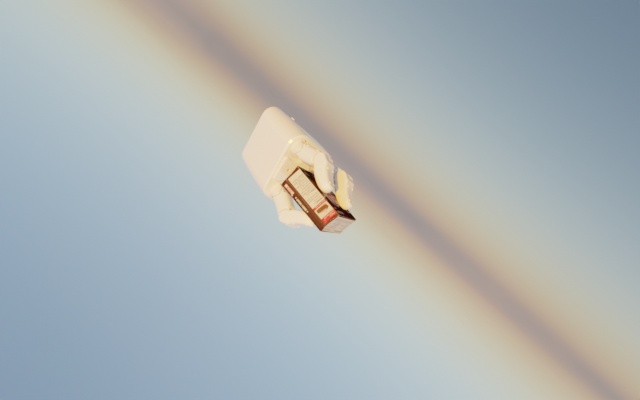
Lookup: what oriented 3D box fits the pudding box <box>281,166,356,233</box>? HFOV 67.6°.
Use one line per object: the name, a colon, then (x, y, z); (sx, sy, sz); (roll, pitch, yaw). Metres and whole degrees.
pudding box: (0.000, 0.002, 0.679); (0.039, 0.090, 0.113); (-44, -14, 10)
